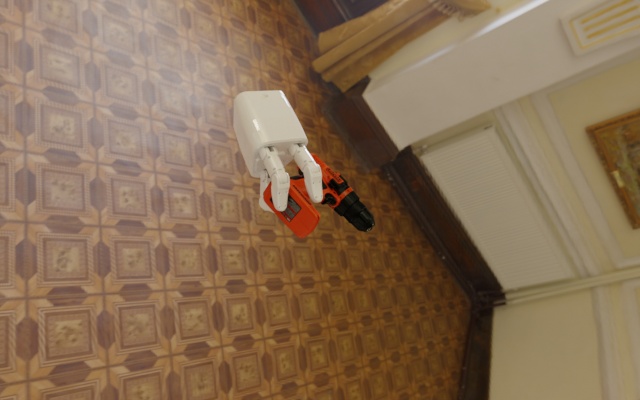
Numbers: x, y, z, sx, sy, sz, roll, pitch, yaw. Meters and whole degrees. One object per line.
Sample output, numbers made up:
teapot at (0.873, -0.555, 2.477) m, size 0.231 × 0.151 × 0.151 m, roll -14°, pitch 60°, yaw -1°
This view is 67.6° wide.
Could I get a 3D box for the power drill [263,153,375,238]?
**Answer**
power drill at (0.000, 0.003, 0.826) m, size 0.184 × 0.057 × 0.187 m, roll 44°, pitch 26°, yaw 10°
